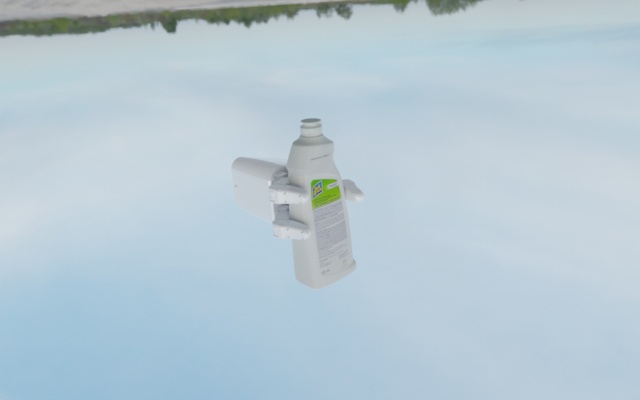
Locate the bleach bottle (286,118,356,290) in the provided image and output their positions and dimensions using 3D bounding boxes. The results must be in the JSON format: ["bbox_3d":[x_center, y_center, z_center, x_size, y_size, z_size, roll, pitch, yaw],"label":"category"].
[{"bbox_3d":[0.000,0.002,0.712,0.102,0.251,0.068,-23,30,-39],"label":"bleach bottle"}]
